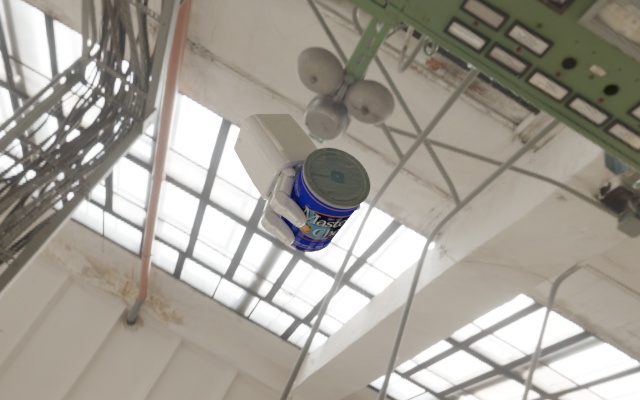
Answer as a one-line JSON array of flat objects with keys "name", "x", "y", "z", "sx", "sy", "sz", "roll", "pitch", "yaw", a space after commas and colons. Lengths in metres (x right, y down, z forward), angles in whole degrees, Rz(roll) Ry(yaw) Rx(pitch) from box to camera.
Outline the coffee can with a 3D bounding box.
[{"name": "coffee can", "x": 0.000, "y": 0.002, "z": 0.728, "sx": 0.103, "sy": 0.102, "sz": 0.140, "roll": 0, "pitch": -32, "yaw": -25}]
